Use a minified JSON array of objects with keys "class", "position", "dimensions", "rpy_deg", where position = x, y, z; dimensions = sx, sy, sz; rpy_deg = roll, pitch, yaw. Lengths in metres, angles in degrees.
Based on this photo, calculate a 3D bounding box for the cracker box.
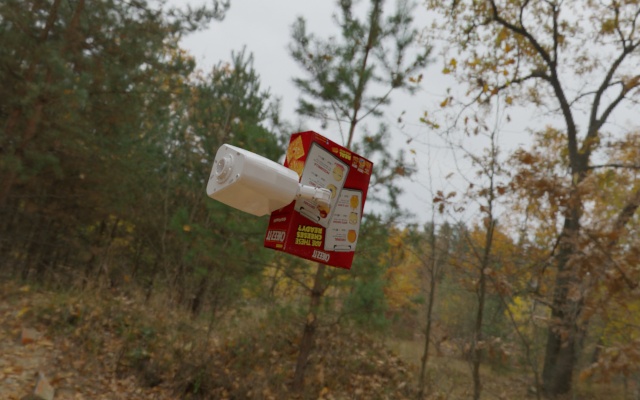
[{"class":"cracker box","position":[0.000,0.003,0.871],"dimensions":[0.164,0.213,0.072],"rpy_deg":[22,-14,-38]}]
